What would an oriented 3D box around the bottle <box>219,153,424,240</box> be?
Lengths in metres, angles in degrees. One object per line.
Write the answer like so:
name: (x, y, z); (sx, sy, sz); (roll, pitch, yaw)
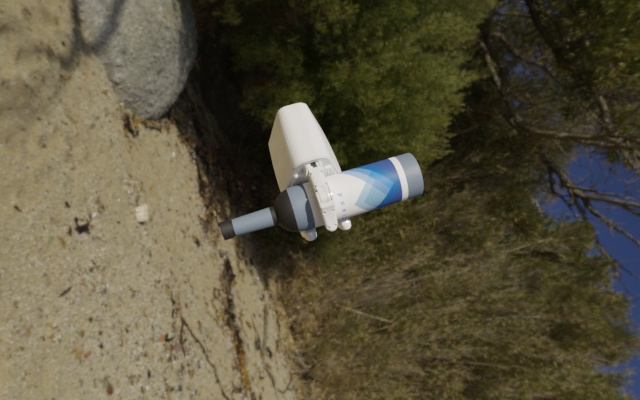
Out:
bottle: (0.000, 0.002, 0.696); (0.295, 0.069, 0.069); (-17, 2, -7)
